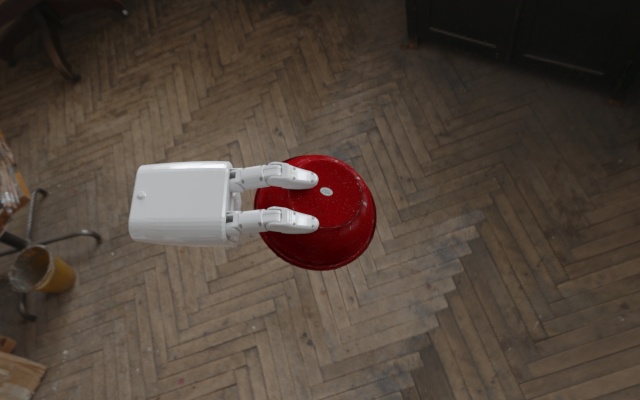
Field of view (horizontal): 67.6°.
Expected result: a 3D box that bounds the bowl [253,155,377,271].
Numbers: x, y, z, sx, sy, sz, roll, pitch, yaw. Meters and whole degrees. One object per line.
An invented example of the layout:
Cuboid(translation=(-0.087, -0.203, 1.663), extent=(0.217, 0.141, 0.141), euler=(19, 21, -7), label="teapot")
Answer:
Cuboid(translation=(0.001, 0.002, 0.589), extent=(0.162, 0.162, 0.055), euler=(0, -25, -13), label="bowl")
